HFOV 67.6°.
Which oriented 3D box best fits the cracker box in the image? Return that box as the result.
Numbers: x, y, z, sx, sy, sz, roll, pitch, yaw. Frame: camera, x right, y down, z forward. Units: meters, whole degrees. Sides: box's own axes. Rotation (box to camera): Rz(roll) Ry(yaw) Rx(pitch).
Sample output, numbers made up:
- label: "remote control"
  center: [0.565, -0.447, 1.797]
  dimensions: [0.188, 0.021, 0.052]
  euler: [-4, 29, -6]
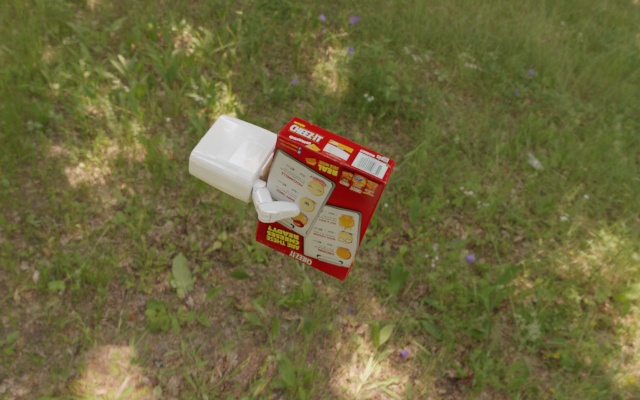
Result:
- label: "cracker box"
  center: [0.000, 0.002, 0.724]
  dimensions: [0.164, 0.214, 0.072]
  euler: [24, 41, 7]
